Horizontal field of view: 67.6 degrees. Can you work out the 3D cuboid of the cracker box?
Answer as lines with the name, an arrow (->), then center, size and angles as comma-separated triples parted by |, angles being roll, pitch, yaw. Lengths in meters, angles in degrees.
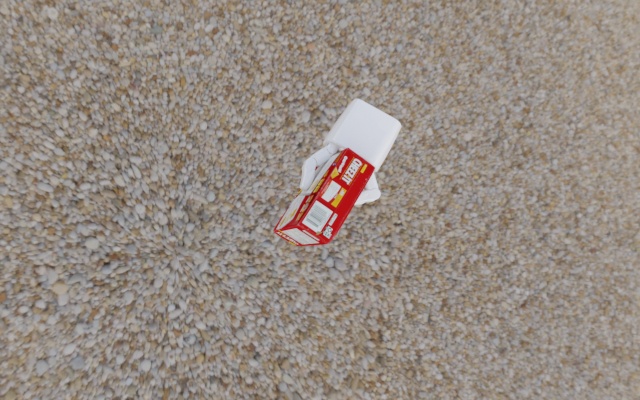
cracker box -> 0.000, 0.003, 0.899 | 0.072, 0.164, 0.214 | 35, -15, -10
